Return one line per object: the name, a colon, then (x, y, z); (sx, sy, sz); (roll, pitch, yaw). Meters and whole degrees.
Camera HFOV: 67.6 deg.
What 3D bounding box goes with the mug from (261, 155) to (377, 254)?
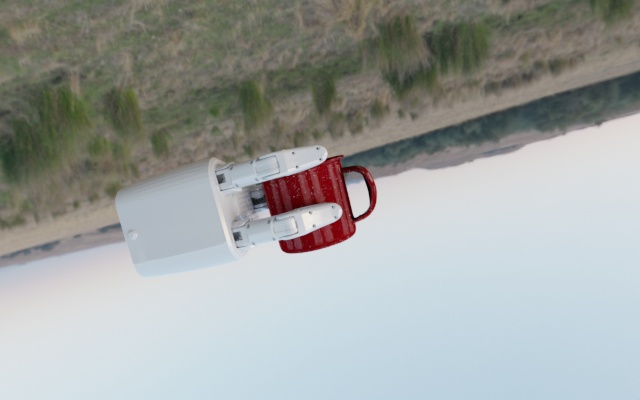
mug: (0.002, 0.001, 0.482); (0.117, 0.081, 0.093); (-13, 6, 14)
